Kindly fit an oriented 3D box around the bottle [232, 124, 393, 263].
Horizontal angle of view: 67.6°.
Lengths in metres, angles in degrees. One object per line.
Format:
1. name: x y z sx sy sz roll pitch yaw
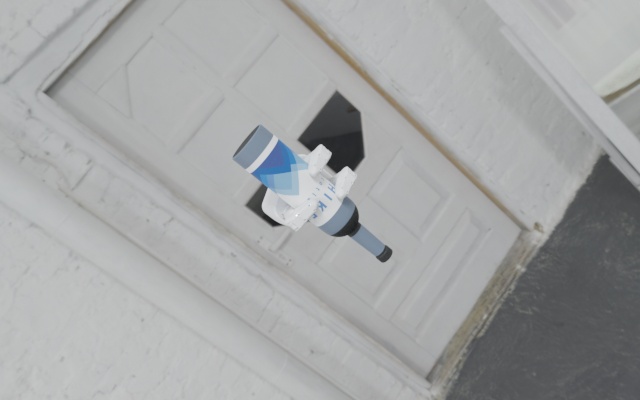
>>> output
1. bottle: 0.000 0.002 0.742 0.296 0.069 0.069 39 -13 -17
